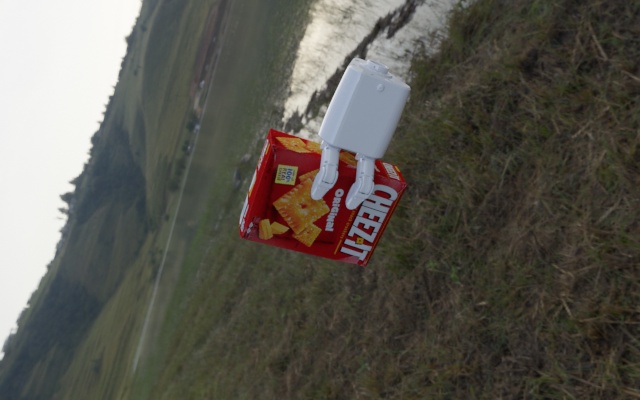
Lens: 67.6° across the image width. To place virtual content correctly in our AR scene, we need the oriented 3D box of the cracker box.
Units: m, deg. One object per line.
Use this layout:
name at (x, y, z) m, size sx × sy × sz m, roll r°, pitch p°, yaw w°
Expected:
cracker box at (0.000, 0.002, 0.731) m, size 0.214 × 0.164 × 0.072 m, roll 15°, pitch 27°, yaw -16°
